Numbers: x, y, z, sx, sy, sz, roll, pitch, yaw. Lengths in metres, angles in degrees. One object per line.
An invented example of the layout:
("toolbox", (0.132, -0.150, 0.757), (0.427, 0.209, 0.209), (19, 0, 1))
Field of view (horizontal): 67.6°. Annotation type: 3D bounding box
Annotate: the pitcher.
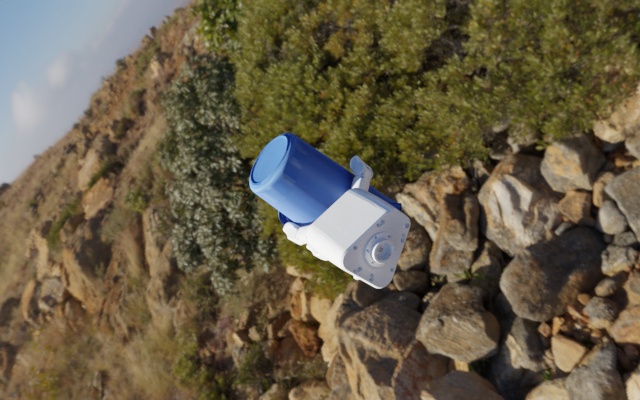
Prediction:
("pitcher", (0.000, 0.003, 0.788), (0.243, 0.149, 0.145), (35, -1, -30))
